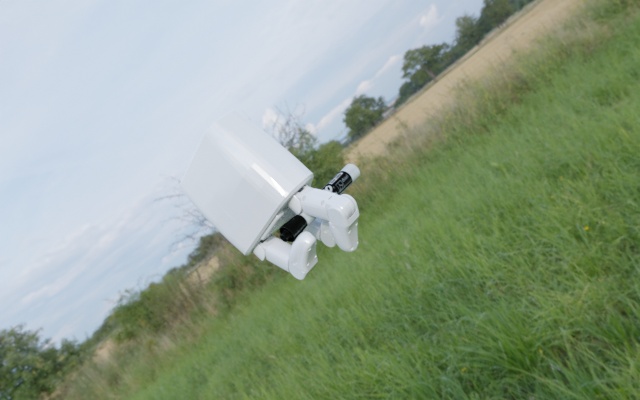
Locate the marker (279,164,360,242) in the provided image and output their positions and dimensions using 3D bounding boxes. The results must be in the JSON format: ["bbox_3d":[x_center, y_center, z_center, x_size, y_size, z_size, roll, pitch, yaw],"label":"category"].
[{"bbox_3d":[0.000,0.002,0.482,0.020,0.020,0.121,0,34,45],"label":"marker"}]
